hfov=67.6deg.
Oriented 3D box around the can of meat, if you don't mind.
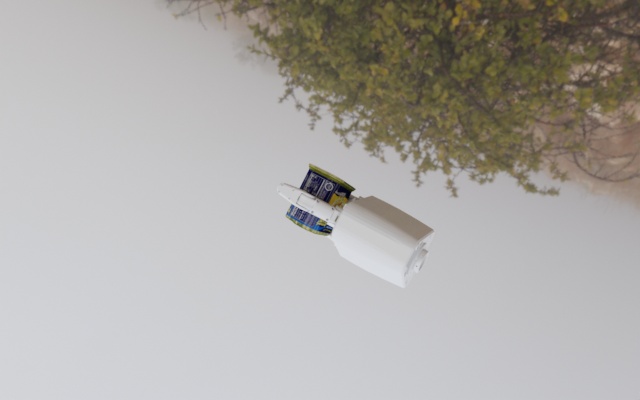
[{"bbox_3d":[0.000,0.003,0.689,0.057,0.084,0.102,28,1,19],"label":"can of meat"}]
